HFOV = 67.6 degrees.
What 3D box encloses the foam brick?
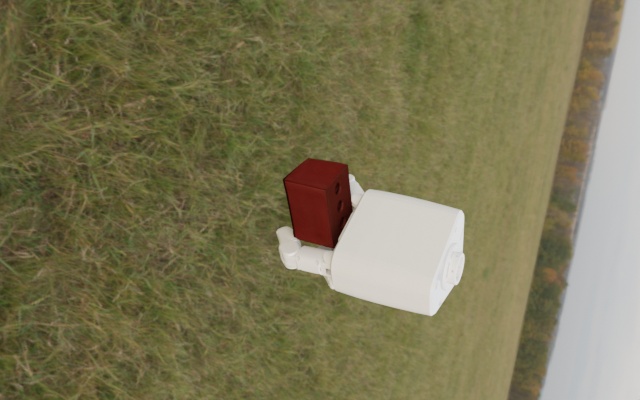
[{"bbox_3d":[0.000,0.001,0.512,0.051,0.078,0.053,12,39,29],"label":"foam brick"}]
